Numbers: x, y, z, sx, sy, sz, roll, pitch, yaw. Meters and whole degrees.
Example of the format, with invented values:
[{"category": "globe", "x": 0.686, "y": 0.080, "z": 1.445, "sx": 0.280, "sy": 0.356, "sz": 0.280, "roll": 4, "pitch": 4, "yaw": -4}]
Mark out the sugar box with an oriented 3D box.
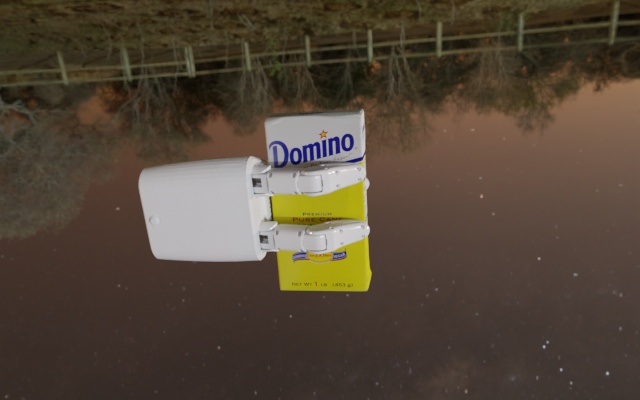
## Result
[{"category": "sugar box", "x": 0.000, "y": 0.002, "z": 0.473, "sx": 0.093, "sy": 0.176, "sz": 0.048, "roll": -2, "pitch": 18, "yaw": 9}]
